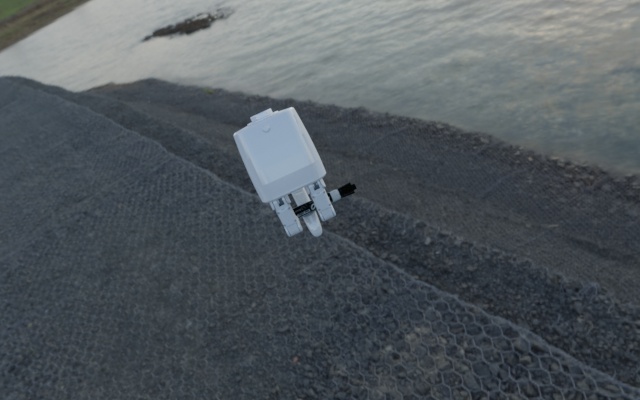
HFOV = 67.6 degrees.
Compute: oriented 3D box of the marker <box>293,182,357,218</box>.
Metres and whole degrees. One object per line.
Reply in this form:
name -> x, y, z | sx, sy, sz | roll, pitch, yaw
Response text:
marker -> 0.000, 0.003, 0.749 | 0.121, 0.020, 0.020 | -24, 0, -1
